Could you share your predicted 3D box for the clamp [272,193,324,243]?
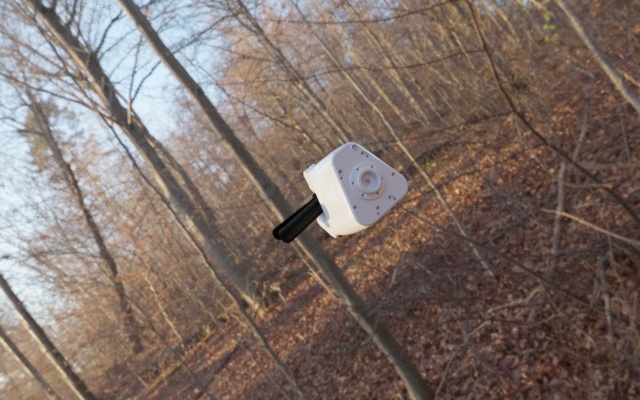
[{"bbox_3d":[0.000,0.002,0.810,0.210,0.036,0.164,-40,5,-16],"label":"clamp"}]
